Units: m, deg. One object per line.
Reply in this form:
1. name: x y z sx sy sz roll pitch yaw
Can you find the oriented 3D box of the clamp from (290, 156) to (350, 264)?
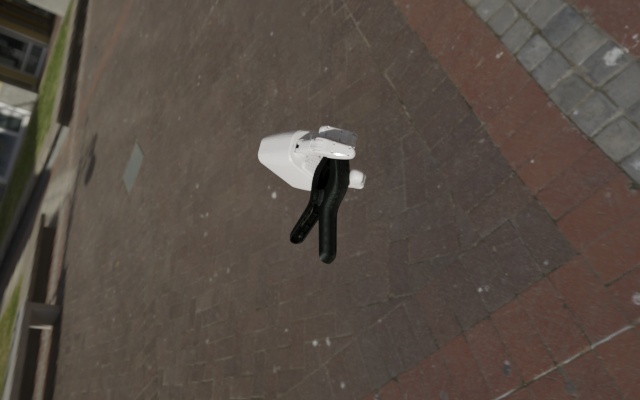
1. clamp: 0.000 0.002 0.711 0.039 0.171 0.120 18 -7 -36
